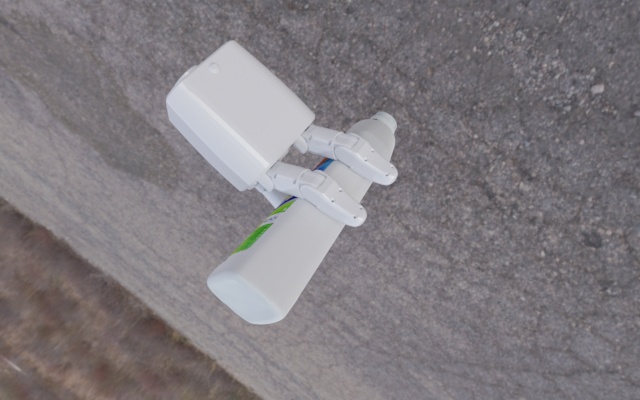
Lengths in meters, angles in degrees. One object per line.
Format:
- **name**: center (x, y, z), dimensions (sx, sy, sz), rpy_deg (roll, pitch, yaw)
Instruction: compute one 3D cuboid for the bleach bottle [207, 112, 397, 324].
- **bleach bottle**: center (0.000, 0.002, 0.472), dimensions (0.250, 0.068, 0.102), rpy_deg (-52, 11, -29)
